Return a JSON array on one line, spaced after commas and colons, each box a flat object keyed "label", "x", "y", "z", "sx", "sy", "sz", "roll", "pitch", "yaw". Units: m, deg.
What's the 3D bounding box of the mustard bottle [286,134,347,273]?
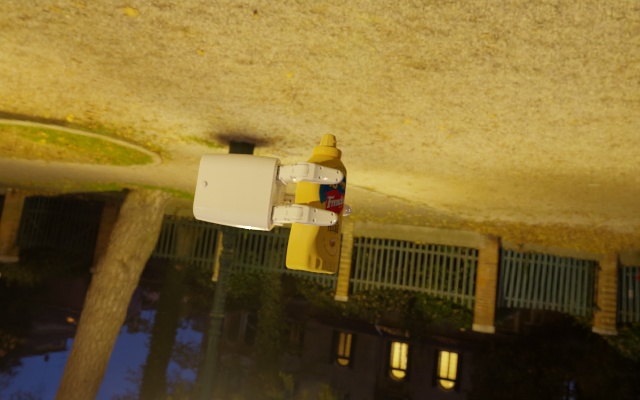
[{"label": "mustard bottle", "x": 0.000, "y": 0.002, "z": 0.662, "sx": 0.058, "sy": 0.191, "sz": 0.096, "roll": 3, "pitch": -9, "yaw": 30}]
